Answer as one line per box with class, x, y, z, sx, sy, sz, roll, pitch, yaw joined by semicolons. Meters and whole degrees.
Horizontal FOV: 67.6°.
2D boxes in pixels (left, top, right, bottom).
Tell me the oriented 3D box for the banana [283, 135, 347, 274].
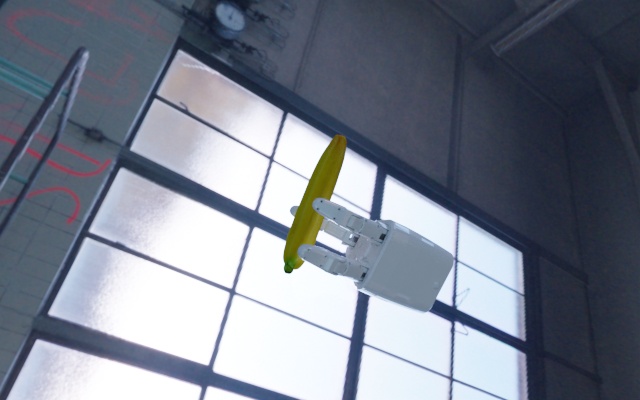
banana;-0.007;0.010;0.616;0.037;0.197;0.070;24;-22;-12
